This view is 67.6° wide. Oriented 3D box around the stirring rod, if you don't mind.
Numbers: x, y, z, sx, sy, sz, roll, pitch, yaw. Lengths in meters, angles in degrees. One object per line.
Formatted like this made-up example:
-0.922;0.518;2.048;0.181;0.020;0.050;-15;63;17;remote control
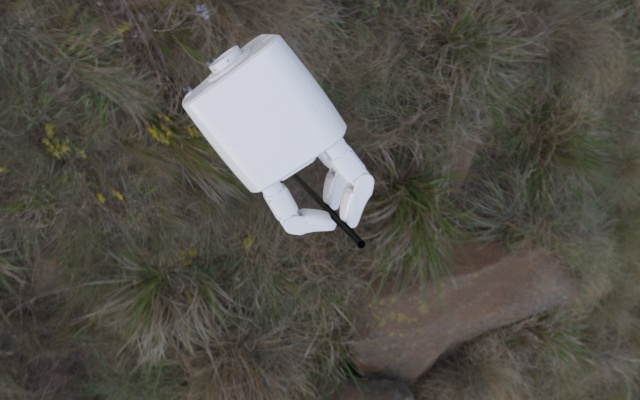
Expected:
0.000;0.002;0.541;0.011;0.011;0.239;0;19;-19;stirring rod
